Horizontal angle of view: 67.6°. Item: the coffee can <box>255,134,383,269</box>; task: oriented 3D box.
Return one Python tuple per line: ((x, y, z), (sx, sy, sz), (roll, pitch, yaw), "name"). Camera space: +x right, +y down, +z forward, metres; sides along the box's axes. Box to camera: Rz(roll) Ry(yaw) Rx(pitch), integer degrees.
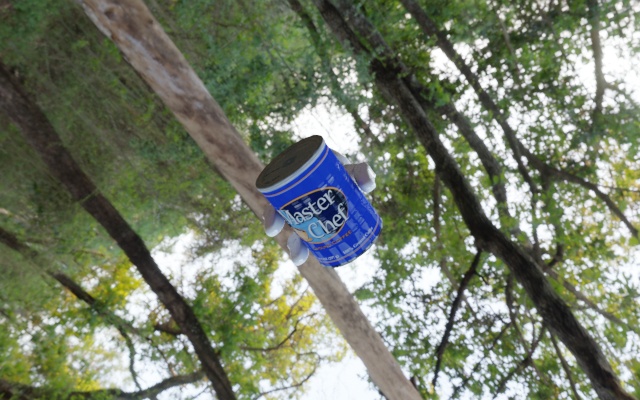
((0.000, 0.002, 0.610), (0.103, 0.140, 0.102), (-31, 23, 15), "coffee can")
